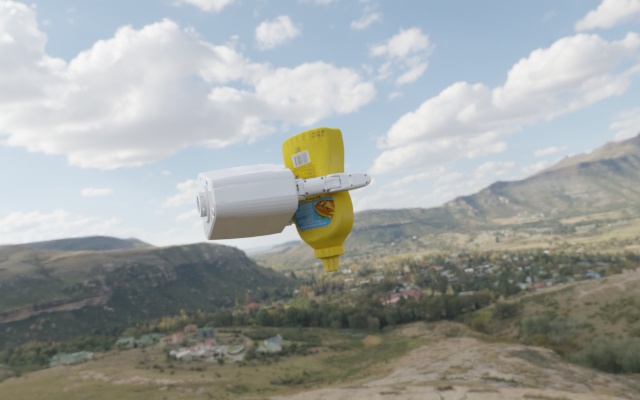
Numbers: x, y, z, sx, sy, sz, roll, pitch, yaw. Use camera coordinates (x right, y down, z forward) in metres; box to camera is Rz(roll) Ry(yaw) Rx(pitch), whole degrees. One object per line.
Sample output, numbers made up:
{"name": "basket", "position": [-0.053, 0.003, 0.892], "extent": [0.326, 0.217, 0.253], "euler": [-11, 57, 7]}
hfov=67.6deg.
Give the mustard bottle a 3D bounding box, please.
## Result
{"name": "mustard bottle", "position": [0.000, 0.002, 0.657], "extent": [0.096, 0.191, 0.058], "euler": [-14, -7, 43]}
